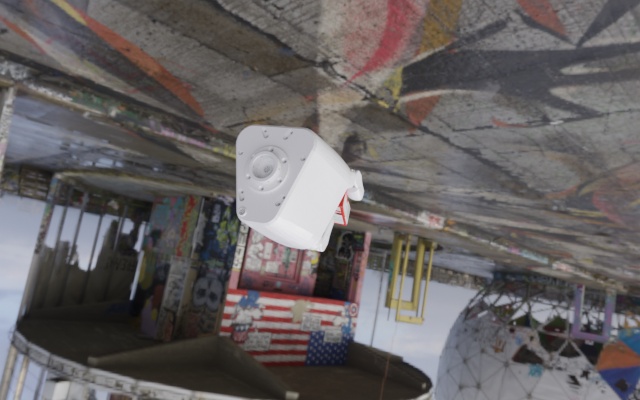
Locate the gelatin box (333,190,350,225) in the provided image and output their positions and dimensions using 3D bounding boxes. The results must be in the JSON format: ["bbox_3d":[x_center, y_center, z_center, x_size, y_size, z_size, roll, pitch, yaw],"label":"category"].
[{"bbox_3d":[0.000,0.003,0.642,0.073,0.030,0.089,11,-17,10],"label":"gelatin box"}]
